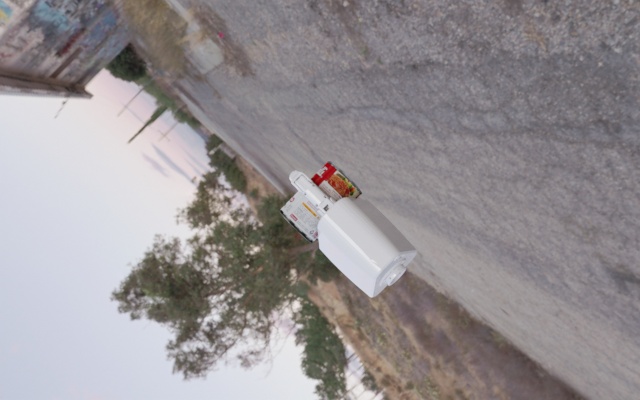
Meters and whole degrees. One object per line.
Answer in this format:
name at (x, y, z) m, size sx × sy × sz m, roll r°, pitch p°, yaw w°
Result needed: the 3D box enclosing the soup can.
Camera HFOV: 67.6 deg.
soup can at (0.000, 0.002, 0.682) m, size 0.068 × 0.102 × 0.068 m, roll 45°, pitch -1°, yaw 1°
